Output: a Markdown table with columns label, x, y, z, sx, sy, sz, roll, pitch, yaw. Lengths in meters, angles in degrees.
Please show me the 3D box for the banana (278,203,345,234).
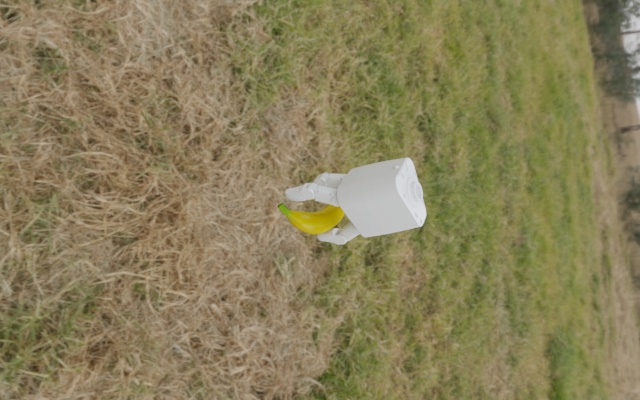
| label | x | y | z | sx | sy | sz | roll | pitch | yaw |
| --- | --- | --- | --- | --- | --- | --- | --- | --- | --- |
| banana | 0.004 | 0.021 | 0.853 | 0.037 | 0.069 | 0.198 | -20 | -3 | 34 |
